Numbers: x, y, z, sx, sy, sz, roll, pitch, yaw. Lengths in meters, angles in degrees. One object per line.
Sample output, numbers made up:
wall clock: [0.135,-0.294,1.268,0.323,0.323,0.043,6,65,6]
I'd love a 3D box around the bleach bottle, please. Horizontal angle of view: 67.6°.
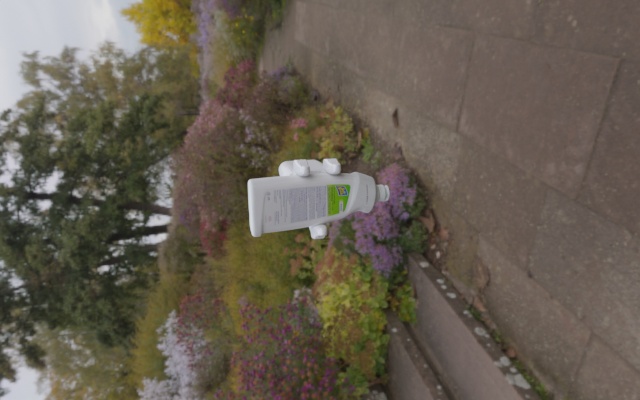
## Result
bleach bottle: [0.000,0.003,0.852,0.251,0.102,0.068,-4,18,-13]
